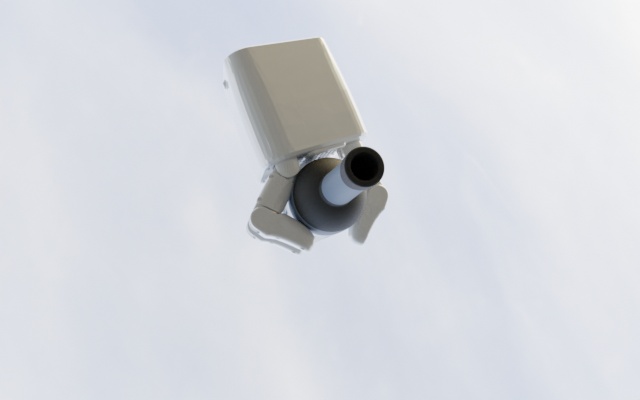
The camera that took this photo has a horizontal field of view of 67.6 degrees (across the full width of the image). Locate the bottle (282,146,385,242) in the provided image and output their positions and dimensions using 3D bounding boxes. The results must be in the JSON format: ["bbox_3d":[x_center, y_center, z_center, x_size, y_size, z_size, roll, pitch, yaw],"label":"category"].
[{"bbox_3d":[0.000,0.002,0.450,0.069,0.069,0.296,0,-9,-11],"label":"bottle"}]
